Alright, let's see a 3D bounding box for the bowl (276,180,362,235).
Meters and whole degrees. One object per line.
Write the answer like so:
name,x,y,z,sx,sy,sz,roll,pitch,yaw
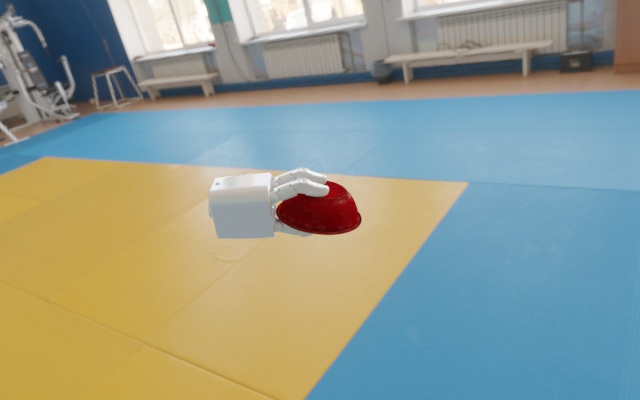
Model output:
bowl,0.001,0.002,0.881,0.162,0.055,0.162,6,23,-3
